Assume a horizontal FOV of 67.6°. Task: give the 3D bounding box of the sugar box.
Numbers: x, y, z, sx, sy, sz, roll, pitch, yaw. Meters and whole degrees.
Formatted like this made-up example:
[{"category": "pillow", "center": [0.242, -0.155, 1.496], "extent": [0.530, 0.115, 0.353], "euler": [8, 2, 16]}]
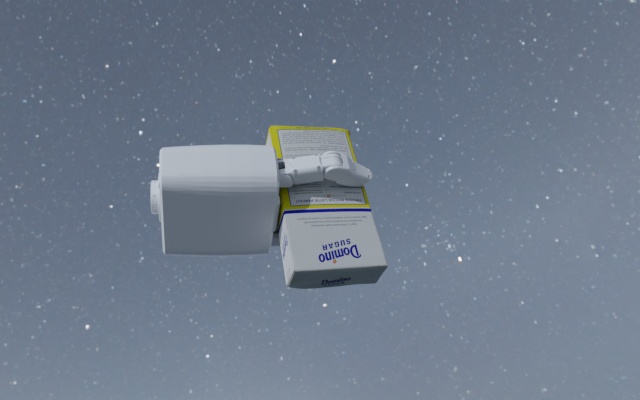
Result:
[{"category": "sugar box", "center": [0.000, 0.002, 0.491], "extent": [0.093, 0.176, 0.048], "euler": [0, -33, -16]}]
